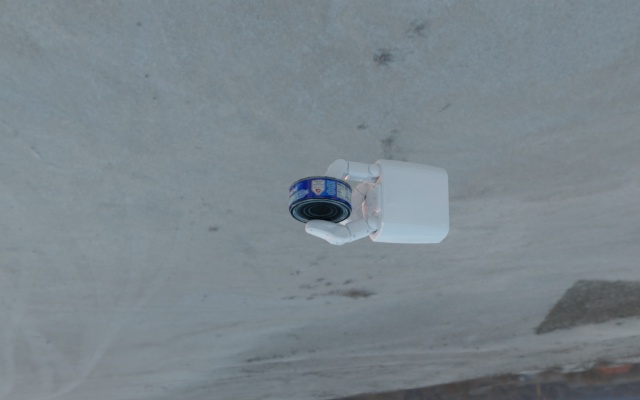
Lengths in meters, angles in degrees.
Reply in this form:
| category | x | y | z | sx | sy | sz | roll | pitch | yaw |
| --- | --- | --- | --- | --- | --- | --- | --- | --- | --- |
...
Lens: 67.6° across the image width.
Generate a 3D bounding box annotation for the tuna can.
| category | x | y | z | sx | sy | sz | roll | pitch | yaw |
| --- | --- | --- | --- | --- | --- | --- | --- | --- | --- |
| tuna can | 0.000 | 0.003 | 0.643 | 0.086 | 0.033 | 0.086 | 1 | -26 | 0 |
